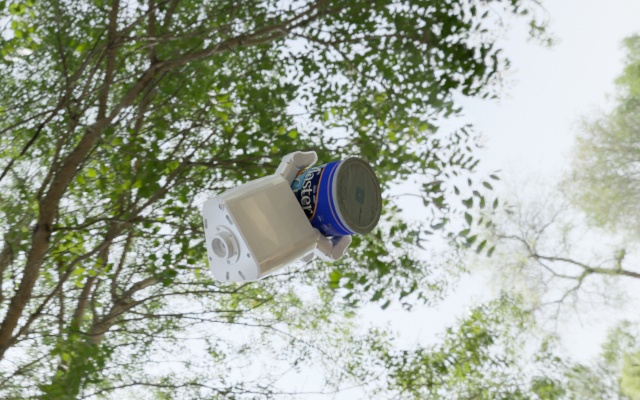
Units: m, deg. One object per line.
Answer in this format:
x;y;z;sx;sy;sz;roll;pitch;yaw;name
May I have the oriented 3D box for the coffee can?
0.000;0.002;0.668;0.140;0.103;0.103;-10;-7;40;coffee can
